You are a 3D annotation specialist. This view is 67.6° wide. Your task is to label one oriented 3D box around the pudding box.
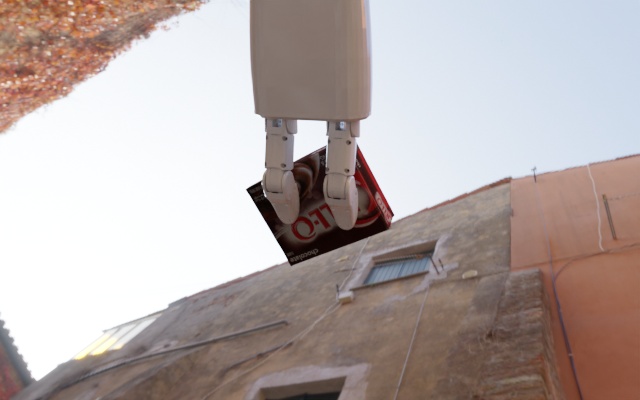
[{"bbox_3d":[0.000,0.001,0.450,0.113,0.090,0.039,-23,12,28],"label":"pudding box"}]
